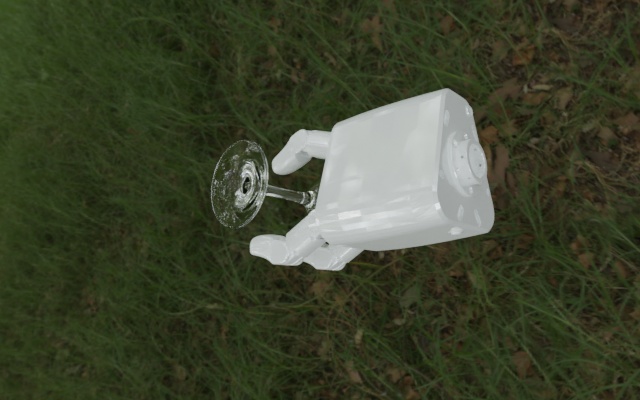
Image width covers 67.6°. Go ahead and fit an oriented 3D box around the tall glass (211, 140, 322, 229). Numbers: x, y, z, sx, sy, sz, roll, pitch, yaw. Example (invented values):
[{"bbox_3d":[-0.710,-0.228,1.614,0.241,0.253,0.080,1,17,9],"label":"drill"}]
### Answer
[{"bbox_3d":[-0.001,0.001,0.462,0.079,0.079,0.201,0,-9,44],"label":"tall glass"}]
